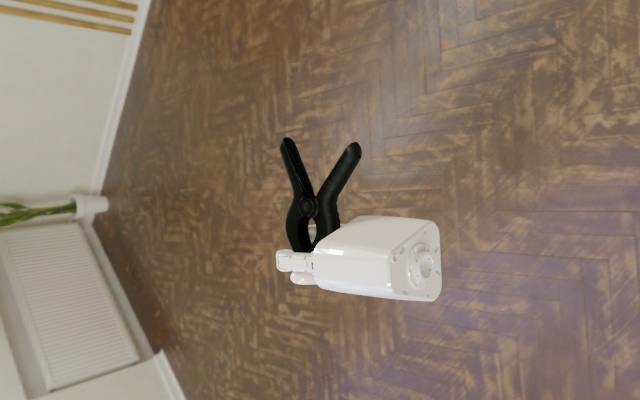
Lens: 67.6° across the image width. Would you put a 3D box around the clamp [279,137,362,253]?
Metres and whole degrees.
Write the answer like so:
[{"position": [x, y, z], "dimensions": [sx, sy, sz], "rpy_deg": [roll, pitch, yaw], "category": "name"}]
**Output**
[{"position": [0.000, 0.002, 0.593], "dimensions": [0.120, 0.171, 0.039], "rpy_deg": [-1, 4, 43], "category": "clamp"}]
